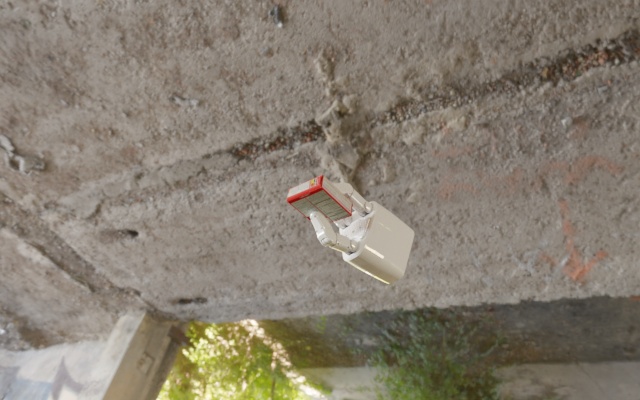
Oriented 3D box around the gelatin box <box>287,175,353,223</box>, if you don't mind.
[{"bbox_3d":[0.000,0.003,0.796,0.073,0.030,0.089,-21,-46,32],"label":"gelatin box"}]
